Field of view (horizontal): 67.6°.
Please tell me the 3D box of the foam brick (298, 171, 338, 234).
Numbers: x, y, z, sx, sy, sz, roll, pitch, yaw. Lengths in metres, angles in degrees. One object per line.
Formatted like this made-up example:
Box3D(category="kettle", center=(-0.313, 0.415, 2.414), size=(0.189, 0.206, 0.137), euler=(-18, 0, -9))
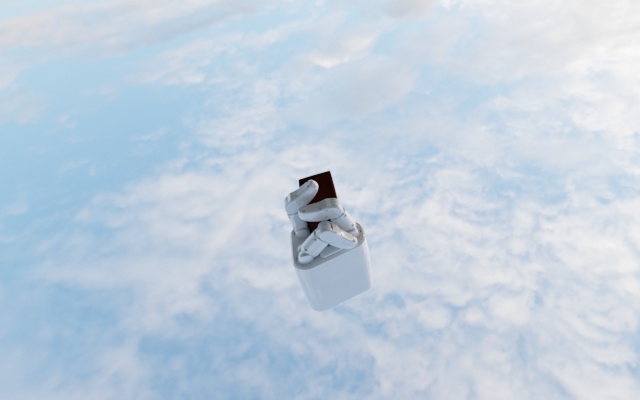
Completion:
Box3D(category="foam brick", center=(0.000, 0.002, 0.717), size=(0.053, 0.051, 0.078), euler=(-14, 38, 3))
